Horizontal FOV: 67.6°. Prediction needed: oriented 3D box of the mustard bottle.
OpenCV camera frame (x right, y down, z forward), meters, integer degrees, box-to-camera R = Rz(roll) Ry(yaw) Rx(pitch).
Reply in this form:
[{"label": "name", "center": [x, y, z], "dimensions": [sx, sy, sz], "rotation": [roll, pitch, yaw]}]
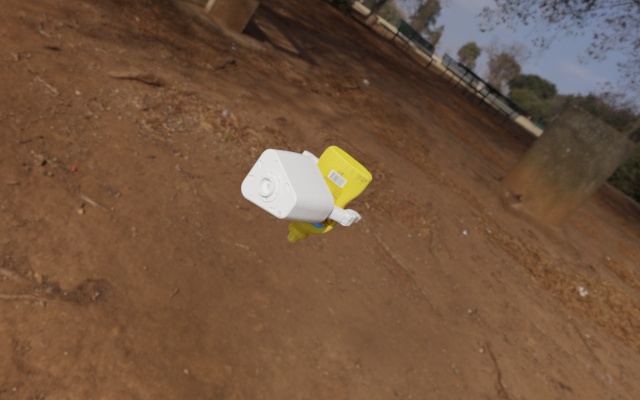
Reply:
[{"label": "mustard bottle", "center": [0.000, 0.003, 0.864], "dimensions": [0.096, 0.192, 0.058], "rotation": [39, 18, 4]}]
